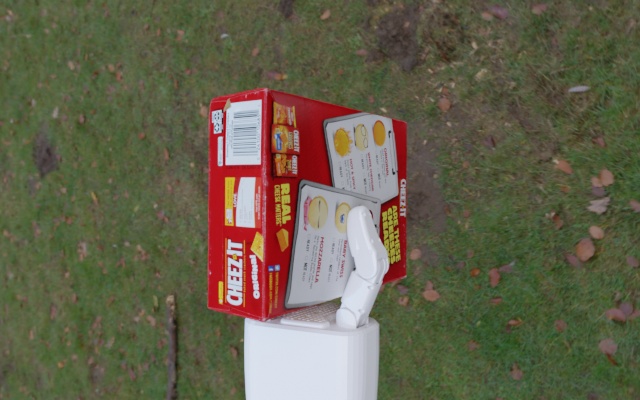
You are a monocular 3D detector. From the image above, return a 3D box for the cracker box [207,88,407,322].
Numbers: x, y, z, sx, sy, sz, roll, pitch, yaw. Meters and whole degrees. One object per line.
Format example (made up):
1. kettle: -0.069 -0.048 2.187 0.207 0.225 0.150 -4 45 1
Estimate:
1. cracker box: 0.000 0.001 0.428 0.072 0.164 0.213 2 2 37
